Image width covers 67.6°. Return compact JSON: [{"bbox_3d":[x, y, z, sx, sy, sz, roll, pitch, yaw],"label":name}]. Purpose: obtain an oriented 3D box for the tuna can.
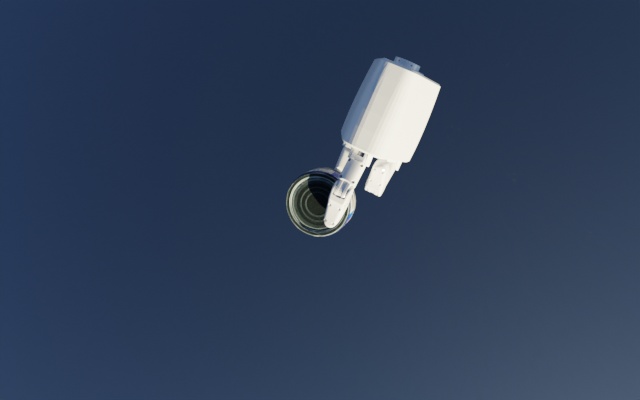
[{"bbox_3d":[0.000,0.002,0.610,0.086,0.086,0.033,0,13,16],"label":"tuna can"}]
